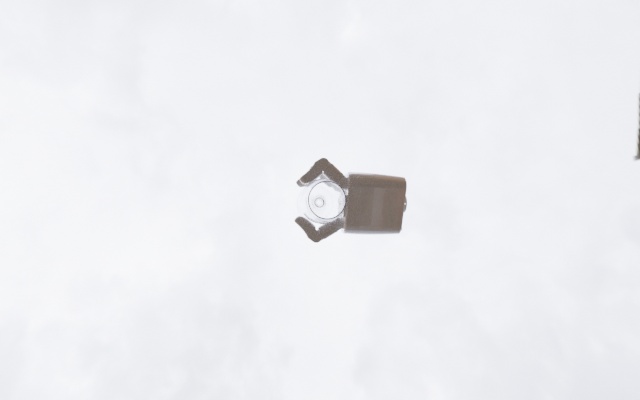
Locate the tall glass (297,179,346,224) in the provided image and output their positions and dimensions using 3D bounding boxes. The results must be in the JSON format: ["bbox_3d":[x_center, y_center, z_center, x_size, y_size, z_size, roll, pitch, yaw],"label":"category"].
[{"bbox_3d":[0.000,0.003,0.855,0.079,0.079,0.201,0,-2,-6],"label":"tall glass"}]
